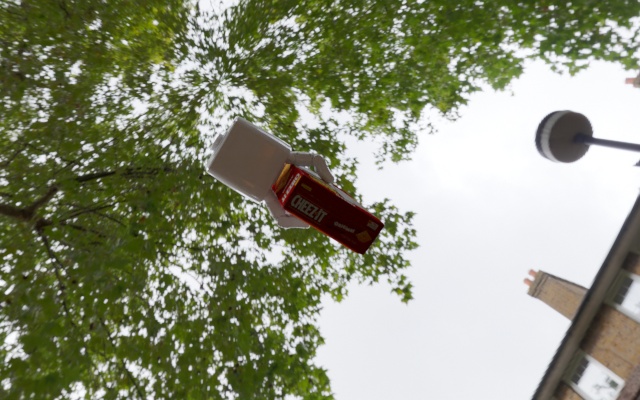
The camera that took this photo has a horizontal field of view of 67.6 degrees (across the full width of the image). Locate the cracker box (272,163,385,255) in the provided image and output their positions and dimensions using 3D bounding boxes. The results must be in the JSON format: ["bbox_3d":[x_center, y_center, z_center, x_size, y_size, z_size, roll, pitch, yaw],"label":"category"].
[{"bbox_3d":[0.000,0.003,0.853,0.164,0.072,0.213,31,6,-17],"label":"cracker box"}]
